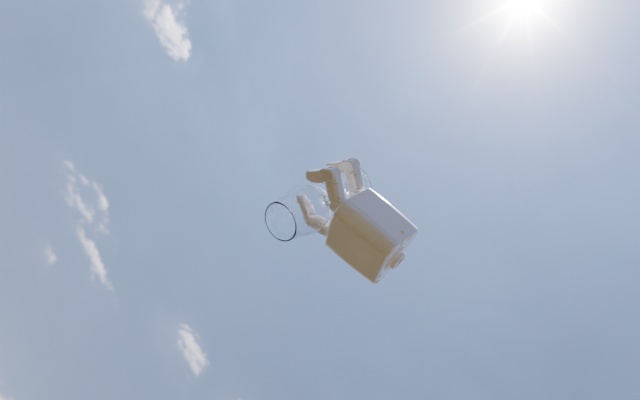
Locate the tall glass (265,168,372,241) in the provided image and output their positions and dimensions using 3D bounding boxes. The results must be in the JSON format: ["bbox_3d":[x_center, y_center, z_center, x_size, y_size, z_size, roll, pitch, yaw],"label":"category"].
[{"bbox_3d":[0.000,0.002,0.774,0.079,0.079,0.201,0,17,39],"label":"tall glass"}]
